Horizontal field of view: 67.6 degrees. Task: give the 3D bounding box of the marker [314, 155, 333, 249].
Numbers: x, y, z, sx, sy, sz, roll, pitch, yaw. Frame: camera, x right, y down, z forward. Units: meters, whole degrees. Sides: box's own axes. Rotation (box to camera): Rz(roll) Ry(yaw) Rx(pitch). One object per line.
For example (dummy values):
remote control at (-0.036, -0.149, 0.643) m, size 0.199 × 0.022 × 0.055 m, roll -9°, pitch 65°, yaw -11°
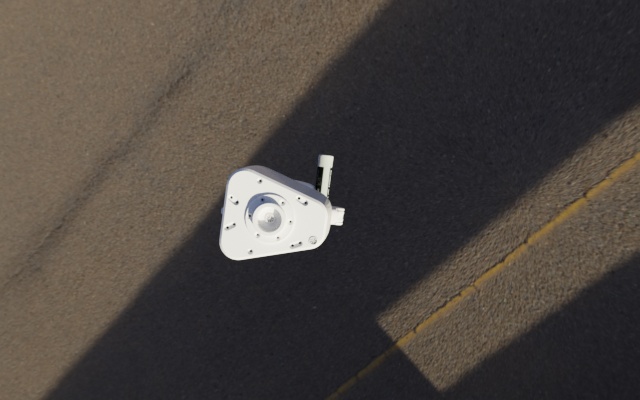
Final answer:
marker at (0.000, 0.002, 0.615) m, size 0.020 × 0.121 × 0.020 m, roll 7°, pitch 3°, yaw 0°
